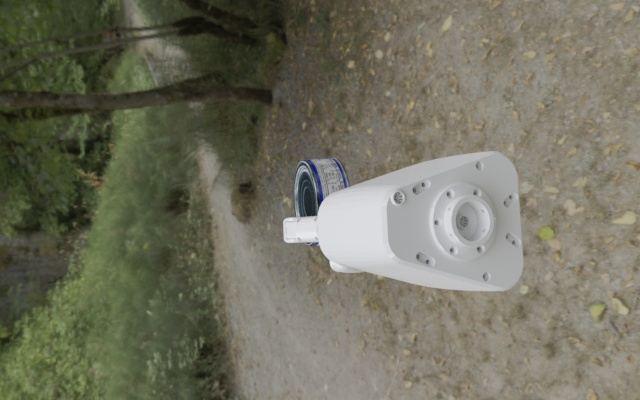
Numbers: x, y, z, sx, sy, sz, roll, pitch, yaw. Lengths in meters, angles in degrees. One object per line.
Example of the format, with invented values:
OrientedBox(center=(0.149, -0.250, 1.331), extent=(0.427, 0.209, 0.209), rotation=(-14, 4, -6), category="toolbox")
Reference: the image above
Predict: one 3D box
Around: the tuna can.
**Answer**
OrientedBox(center=(0.000, 0.002, 0.467), extent=(0.034, 0.086, 0.086), rotation=(-4, 1, -18), category="tuna can")
